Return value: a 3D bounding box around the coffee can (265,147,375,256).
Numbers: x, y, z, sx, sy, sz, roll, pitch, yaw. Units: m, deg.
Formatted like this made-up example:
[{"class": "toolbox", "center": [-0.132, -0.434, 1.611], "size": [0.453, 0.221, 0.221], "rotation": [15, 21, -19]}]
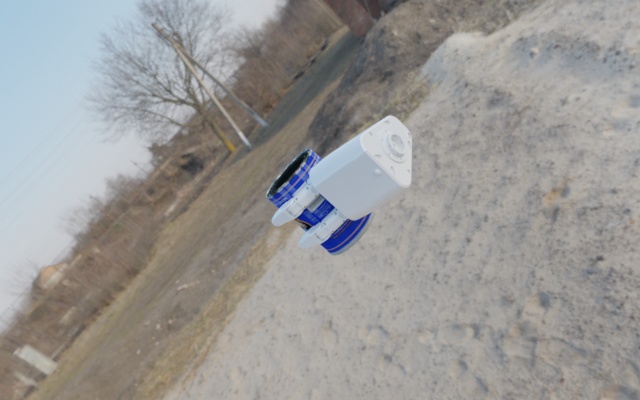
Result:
[{"class": "coffee can", "center": [0.000, 0.003, 0.741], "size": [0.140, 0.103, 0.103], "rotation": [42, -13, -14]}]
